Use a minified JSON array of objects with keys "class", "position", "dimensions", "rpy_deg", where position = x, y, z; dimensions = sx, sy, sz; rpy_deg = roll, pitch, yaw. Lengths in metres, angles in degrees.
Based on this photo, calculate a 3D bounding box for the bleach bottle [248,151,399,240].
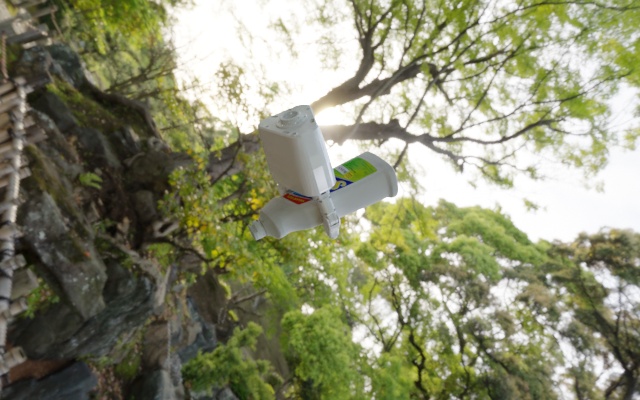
[{"class":"bleach bottle","position":[0.000,0.003,0.804],"dimensions":[0.251,0.068,0.102],"rpy_deg":[-26,36,-15]}]
